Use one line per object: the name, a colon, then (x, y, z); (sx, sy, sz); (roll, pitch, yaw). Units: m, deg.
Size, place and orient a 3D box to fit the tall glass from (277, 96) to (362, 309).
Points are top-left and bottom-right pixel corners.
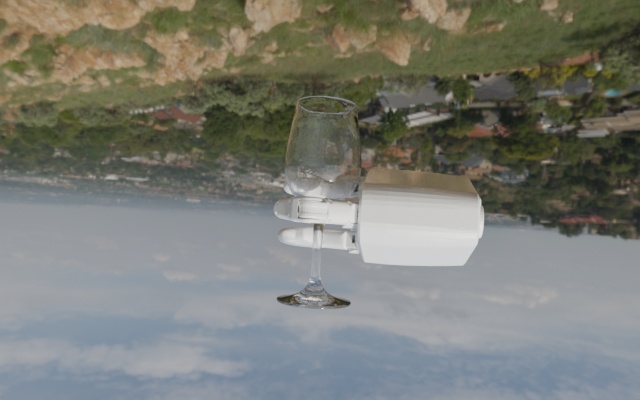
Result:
tall glass: (0.000, 0.002, 0.479); (0.079, 0.201, 0.079); (3, -2, 0)
